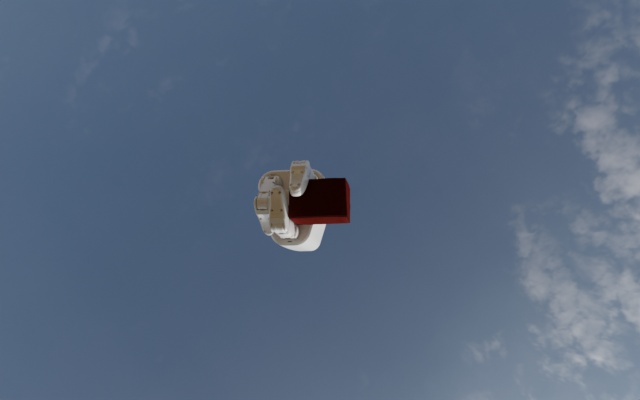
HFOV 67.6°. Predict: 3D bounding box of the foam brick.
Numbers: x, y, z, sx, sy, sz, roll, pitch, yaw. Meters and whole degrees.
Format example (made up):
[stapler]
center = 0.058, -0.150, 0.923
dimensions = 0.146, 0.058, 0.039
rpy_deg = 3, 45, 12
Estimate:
[foam brick]
center = 0.000, 0.002, 0.639
dimensions = 0.078, 0.053, 0.051
rpy_deg = -2, -13, 11
